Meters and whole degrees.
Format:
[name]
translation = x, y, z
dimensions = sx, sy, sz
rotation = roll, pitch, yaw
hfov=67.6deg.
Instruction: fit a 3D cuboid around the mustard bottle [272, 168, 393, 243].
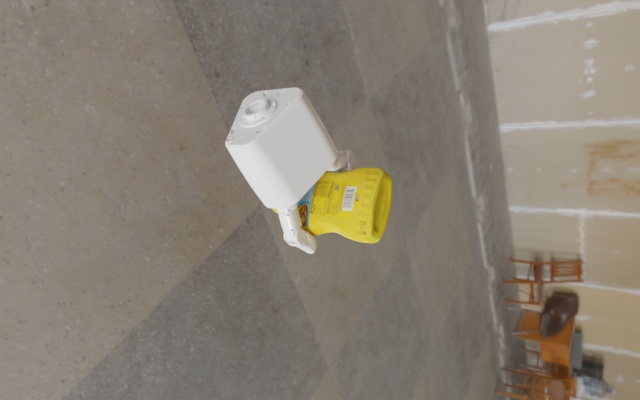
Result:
[mustard bottle]
translation = 0.000, 0.002, 0.661
dimensions = 0.191, 0.096, 0.058
rotation = 3, -15, 34
